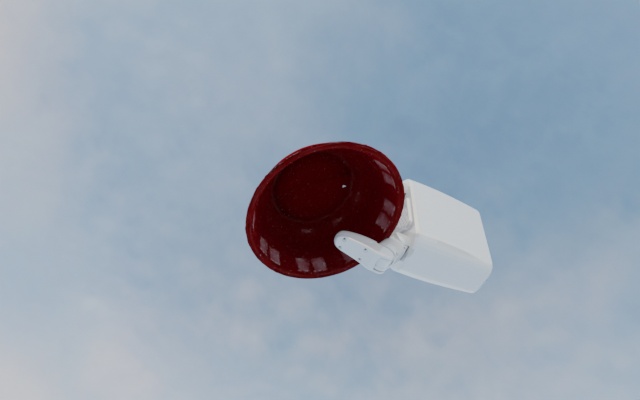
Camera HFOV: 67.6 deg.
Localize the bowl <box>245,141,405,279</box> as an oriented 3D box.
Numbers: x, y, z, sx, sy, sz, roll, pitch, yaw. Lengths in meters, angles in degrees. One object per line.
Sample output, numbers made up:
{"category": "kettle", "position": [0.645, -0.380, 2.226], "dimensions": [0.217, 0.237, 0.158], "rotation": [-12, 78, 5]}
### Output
{"category": "bowl", "position": [-0.001, 0.001, 0.482], "dimensions": [0.162, 0.162, 0.055], "rotation": [0, 34, -21]}
